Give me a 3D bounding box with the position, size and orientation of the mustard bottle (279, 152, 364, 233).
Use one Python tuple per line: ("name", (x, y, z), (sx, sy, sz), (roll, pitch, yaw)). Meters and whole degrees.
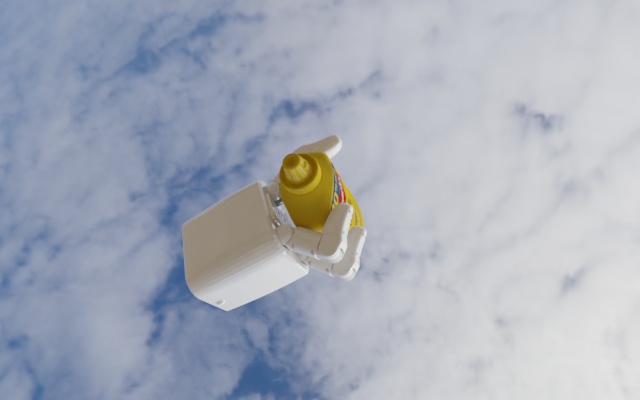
("mustard bottle", (0.000, 0.002, 0.529), (0.058, 0.096, 0.192), (-6, -26, 17))
